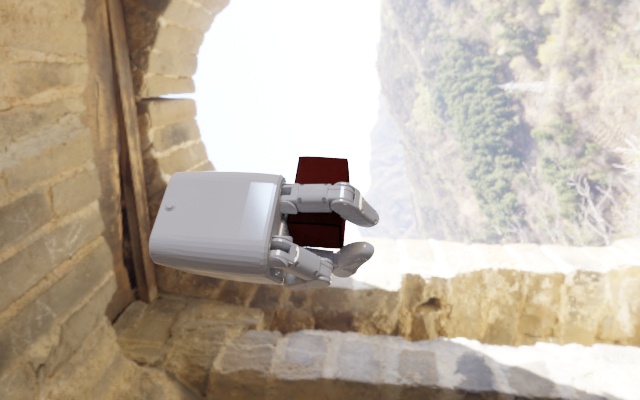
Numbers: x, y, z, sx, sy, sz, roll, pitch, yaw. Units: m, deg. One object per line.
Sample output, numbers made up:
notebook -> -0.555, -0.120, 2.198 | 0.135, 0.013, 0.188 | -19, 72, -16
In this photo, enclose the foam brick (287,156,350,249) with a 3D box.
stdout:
foam brick -> 0.000, 0.001, 0.471 | 0.051, 0.078, 0.053 | 4, -31, 8
